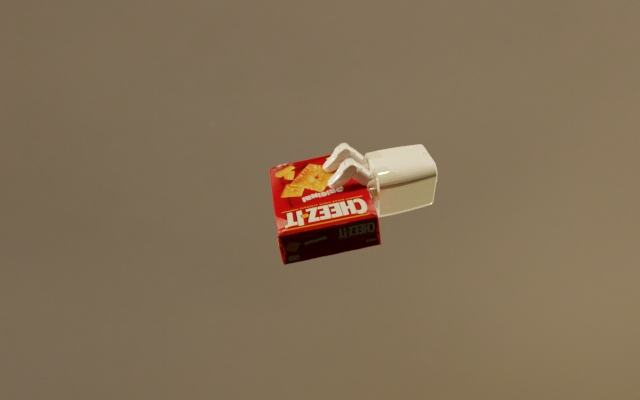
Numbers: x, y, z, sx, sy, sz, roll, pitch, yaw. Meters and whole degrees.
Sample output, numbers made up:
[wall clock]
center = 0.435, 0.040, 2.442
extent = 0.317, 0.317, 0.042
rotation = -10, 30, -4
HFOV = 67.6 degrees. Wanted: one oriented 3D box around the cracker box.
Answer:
[cracker box]
center = 0.000, 0.003, 0.838
extent = 0.164, 0.072, 0.213
rotation = -12, 35, -2
